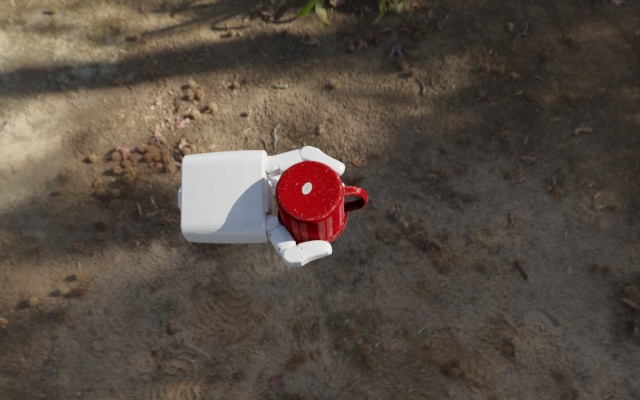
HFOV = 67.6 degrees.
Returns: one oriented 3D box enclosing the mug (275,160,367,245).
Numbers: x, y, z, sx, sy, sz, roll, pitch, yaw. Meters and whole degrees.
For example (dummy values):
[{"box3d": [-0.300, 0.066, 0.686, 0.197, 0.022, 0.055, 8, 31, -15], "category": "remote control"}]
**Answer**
[{"box3d": [0.002, 0.002, 0.594, 0.117, 0.093, 0.081, -3, -23, 1], "category": "mug"}]
